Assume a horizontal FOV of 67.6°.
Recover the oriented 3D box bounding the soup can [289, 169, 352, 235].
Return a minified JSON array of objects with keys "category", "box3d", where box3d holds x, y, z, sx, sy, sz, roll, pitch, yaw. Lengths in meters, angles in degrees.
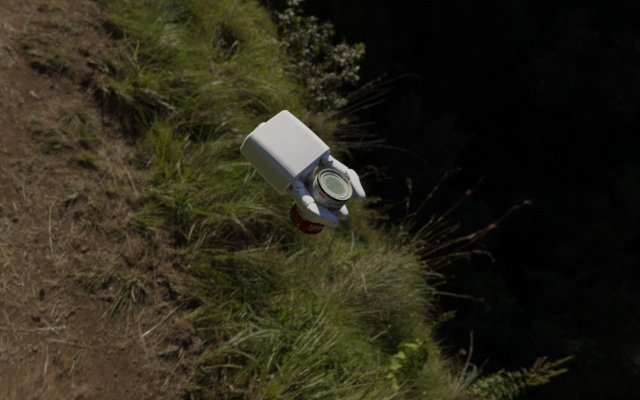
[{"category":"soup can","box3d":[0.001,0.003,0.810,0.068,0.068,0.102,0,-36,-37]}]
